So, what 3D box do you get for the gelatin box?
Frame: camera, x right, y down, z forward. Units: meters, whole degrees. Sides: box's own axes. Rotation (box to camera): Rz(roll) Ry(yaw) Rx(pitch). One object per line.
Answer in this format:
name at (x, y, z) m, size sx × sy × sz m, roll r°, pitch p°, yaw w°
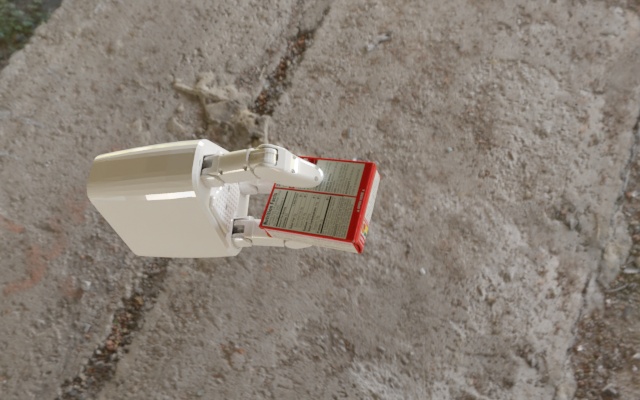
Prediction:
gelatin box at (0.000, 0.001, 0.411) m, size 0.089 × 0.073 × 0.030 m, roll 7°, pitch -23°, yaw 23°
